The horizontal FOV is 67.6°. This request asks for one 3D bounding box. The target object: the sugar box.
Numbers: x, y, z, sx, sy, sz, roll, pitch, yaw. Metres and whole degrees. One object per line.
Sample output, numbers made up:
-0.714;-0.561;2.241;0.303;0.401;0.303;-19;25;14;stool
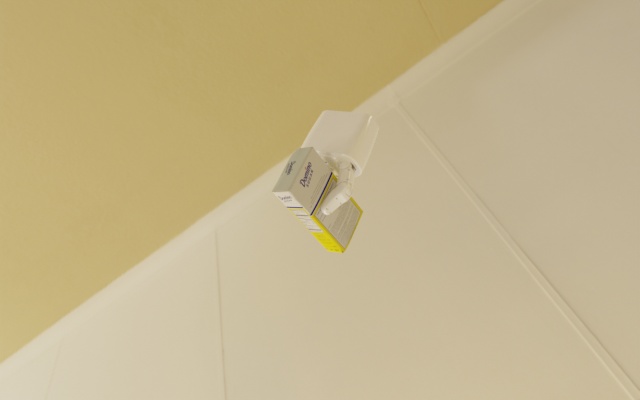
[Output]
0.000;0.003;0.800;0.048;0.093;0.176;-1;-39;42;sugar box
